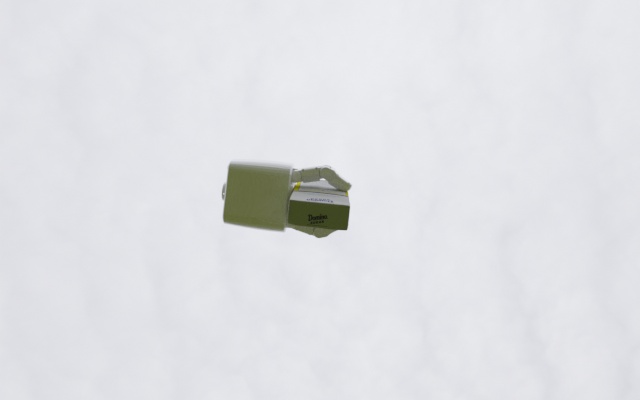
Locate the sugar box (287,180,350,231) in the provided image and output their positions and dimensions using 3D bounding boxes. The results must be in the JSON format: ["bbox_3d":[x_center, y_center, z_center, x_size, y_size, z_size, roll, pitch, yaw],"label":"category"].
[{"bbox_3d":[0.000,0.003,0.785,0.093,0.048,0.176,6,16,1],"label":"sugar box"}]
